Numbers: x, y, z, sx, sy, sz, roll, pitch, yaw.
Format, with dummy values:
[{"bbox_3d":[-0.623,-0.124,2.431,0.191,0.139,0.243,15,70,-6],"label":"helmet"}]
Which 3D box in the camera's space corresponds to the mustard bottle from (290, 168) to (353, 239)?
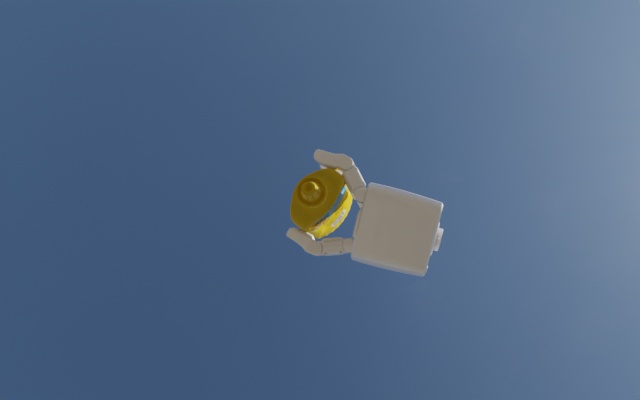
[{"bbox_3d":[0.000,0.002,0.696,0.058,0.096,0.192,39,-2,13],"label":"mustard bottle"}]
